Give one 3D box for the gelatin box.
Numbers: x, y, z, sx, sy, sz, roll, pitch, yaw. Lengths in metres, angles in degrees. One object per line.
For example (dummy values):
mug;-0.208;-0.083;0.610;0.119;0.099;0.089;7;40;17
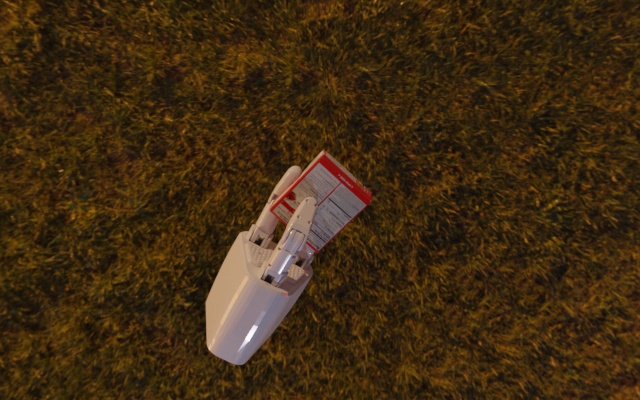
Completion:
gelatin box;0.000;0.002;0.519;0.073;0.089;0.030;42;19;-10
